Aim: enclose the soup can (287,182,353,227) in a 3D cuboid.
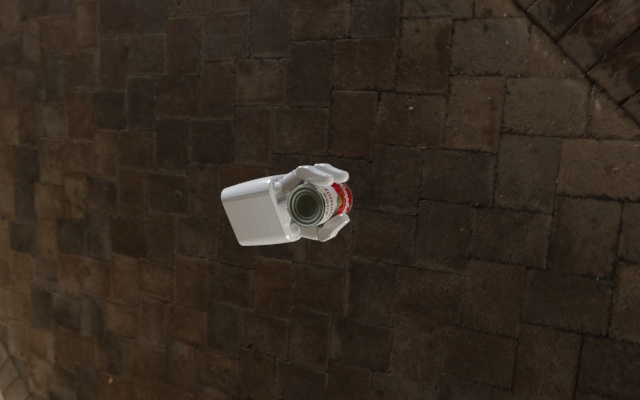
[{"bbox_3d":[0.000,0.003,0.766,0.068,0.068,0.102,0,7,28],"label":"soup can"}]
